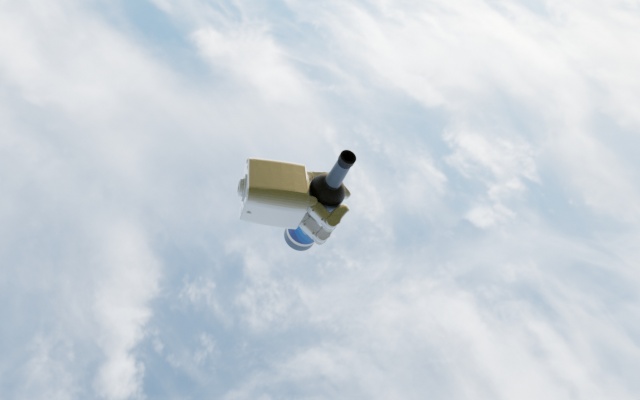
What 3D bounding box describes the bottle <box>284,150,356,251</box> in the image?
[{"bbox_3d":[0.000,0.003,0.871,0.069,0.069,0.296,0,-29,-20],"label":"bottle"}]
